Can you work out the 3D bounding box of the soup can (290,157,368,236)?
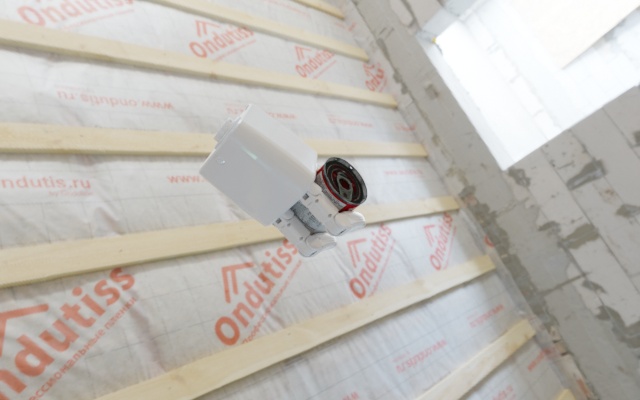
[{"bbox_3d":[0.000,0.002,0.602,0.068,0.068,0.102,0,-32,-47],"label":"soup can"}]
